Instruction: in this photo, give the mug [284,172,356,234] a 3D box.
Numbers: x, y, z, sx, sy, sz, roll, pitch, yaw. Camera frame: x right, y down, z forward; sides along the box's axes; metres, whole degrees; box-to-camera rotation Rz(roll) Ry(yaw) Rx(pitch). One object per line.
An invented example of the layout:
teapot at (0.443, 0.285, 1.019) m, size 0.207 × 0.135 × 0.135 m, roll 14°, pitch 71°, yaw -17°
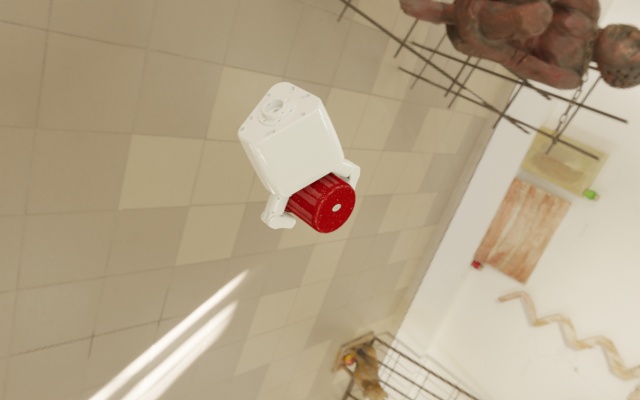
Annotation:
mug at (0.001, 0.003, 0.705) m, size 0.081 × 0.093 × 0.117 m, roll 35°, pitch -18°, yaw 37°
